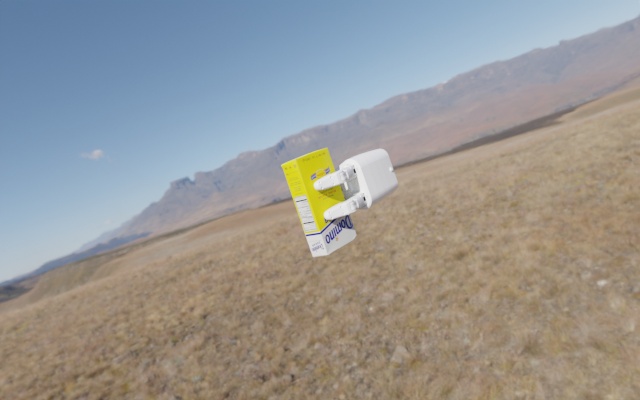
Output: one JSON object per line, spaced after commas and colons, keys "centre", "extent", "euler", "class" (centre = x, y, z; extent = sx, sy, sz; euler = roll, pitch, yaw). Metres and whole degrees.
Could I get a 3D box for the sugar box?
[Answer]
{"centre": [0.001, 0.003, 0.853], "extent": [0.048, 0.176, 0.093], "euler": [-16, 7, 44], "class": "sugar box"}
